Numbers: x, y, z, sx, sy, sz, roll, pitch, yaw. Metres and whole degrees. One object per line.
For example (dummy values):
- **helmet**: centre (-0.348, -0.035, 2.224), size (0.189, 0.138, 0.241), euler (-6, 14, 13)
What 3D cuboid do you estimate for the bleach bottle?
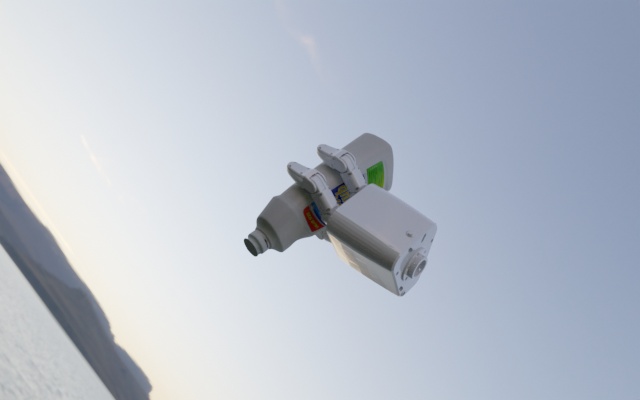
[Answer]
- **bleach bottle**: centre (0.000, 0.002, 0.670), size (0.068, 0.103, 0.250), euler (33, 54, 32)
